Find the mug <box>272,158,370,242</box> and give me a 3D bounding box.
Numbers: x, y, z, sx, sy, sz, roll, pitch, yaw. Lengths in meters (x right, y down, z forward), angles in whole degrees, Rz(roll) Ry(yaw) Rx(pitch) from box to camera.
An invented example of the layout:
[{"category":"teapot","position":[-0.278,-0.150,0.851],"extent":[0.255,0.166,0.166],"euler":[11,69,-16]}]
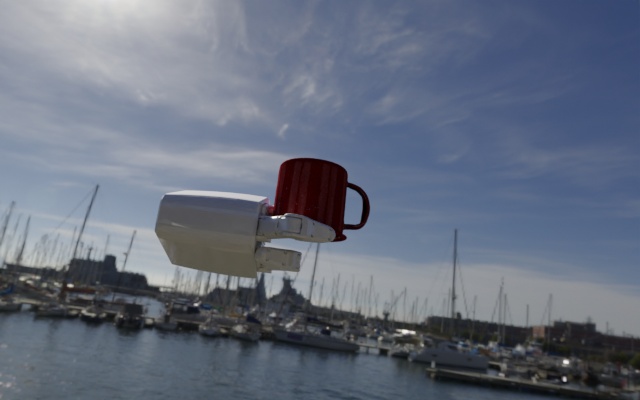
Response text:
[{"category":"mug","position":[0.002,0.002,0.554],"extent":[0.117,0.081,0.093],"euler":[7,-13,-3]}]
